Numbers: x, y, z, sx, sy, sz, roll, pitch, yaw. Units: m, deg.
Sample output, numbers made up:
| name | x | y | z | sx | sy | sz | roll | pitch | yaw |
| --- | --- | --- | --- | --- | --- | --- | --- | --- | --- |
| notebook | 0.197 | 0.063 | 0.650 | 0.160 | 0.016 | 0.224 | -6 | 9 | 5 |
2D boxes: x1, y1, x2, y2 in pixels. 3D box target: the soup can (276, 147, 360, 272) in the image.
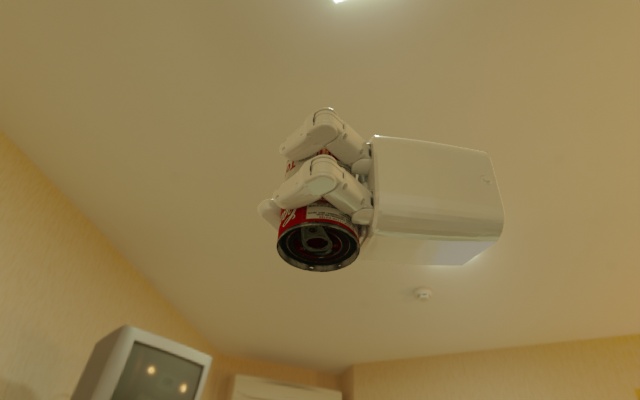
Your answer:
| name | x | y | z | sx | sy | sz | roll | pitch | yaw |
| --- | --- | --- | --- | --- | --- | --- | --- | --- | --- |
| soup can | 0.000 | 0.001 | 0.419 | 0.068 | 0.102 | 0.069 | 2 | -40 | 1 |
